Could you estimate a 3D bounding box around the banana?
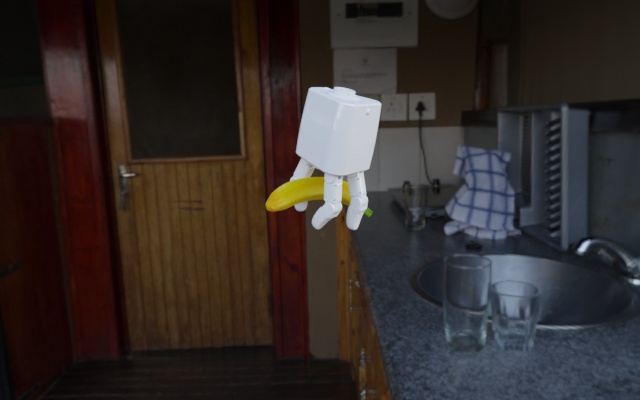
[{"bbox_3d":[-0.004,-0.010,0.767,0.198,0.037,0.069,3,39,-32],"label":"banana"}]
